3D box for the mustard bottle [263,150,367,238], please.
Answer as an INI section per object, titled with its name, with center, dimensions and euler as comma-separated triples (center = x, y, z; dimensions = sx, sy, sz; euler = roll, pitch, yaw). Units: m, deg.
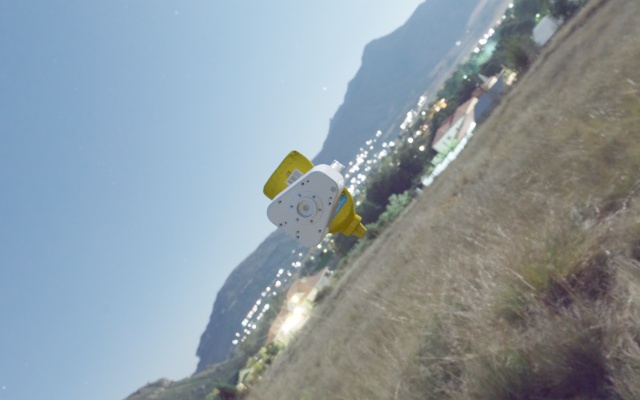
[mustard bottle]
center = 0.000, 0.003, 0.841
dimensions = 0.191, 0.096, 0.058
euler = 36, -16, 0
